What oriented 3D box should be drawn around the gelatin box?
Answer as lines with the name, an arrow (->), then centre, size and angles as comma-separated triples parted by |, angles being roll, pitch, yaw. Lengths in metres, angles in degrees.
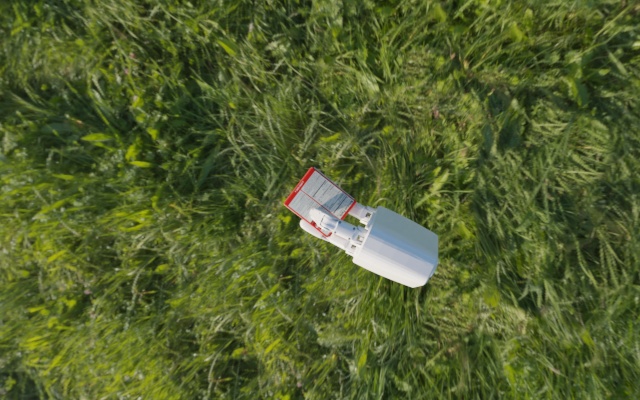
gelatin box -> 0.000, 0.002, 0.740 | 0.089, 0.073, 0.030 | 38, 6, -1
